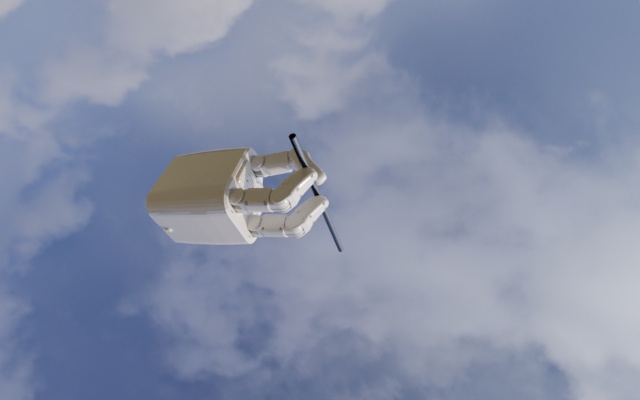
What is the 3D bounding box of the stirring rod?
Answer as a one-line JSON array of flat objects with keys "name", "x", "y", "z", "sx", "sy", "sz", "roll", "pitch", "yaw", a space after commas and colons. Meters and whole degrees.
[{"name": "stirring rod", "x": 0.000, "y": 0.002, "z": 0.586, "sx": 0.011, "sy": 0.011, "sz": 0.240, "roll": 0, "pitch": -34, "yaw": 17}]
